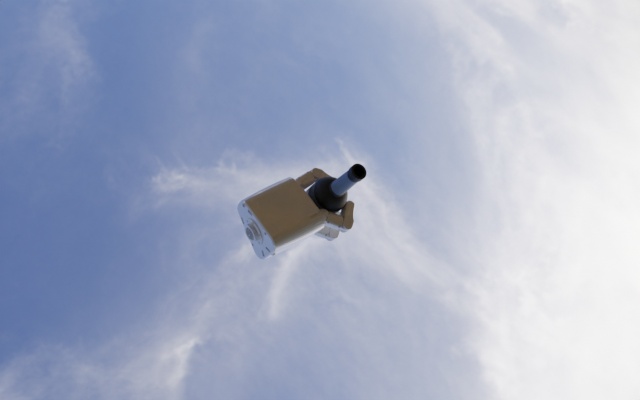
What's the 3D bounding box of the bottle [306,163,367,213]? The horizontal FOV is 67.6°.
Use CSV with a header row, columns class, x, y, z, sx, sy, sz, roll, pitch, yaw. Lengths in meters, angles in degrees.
class,x,y,z,sx,sy,sz,roll,pitch,yaw
bottle,0.000,0.003,0.876,0.069,0.069,0.296,0,-19,-26
